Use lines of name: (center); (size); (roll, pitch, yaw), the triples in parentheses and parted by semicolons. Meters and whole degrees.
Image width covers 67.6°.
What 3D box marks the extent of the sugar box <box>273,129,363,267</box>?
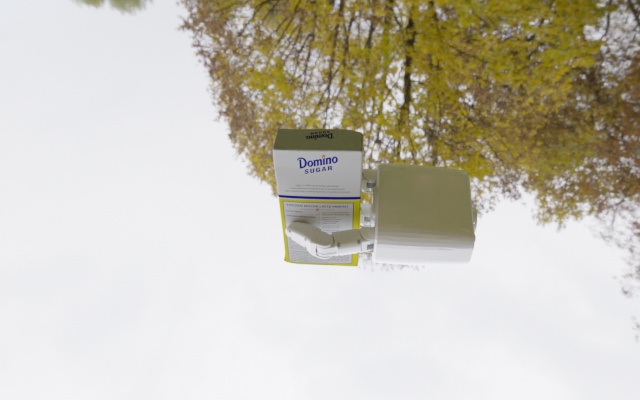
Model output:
sugar box: (0.000, 0.002, 0.545); (0.093, 0.176, 0.048); (2, 40, 3)
